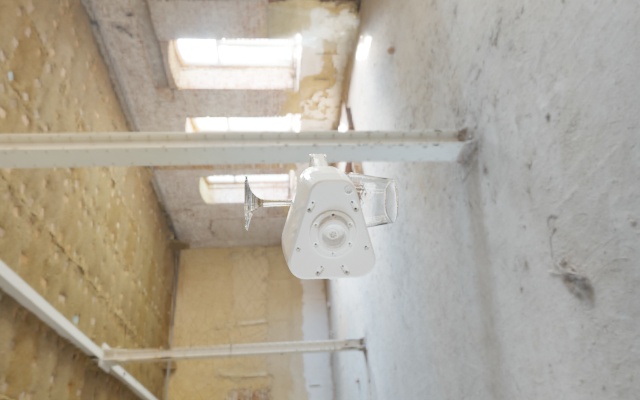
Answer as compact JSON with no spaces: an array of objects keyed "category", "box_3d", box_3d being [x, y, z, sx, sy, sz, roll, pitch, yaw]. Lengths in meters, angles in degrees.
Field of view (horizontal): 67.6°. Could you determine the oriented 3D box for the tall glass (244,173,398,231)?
[{"category":"tall glass","box_3d":[-0.001,0.002,0.645,0.201,0.079,0.079,-1,0,-6]}]
